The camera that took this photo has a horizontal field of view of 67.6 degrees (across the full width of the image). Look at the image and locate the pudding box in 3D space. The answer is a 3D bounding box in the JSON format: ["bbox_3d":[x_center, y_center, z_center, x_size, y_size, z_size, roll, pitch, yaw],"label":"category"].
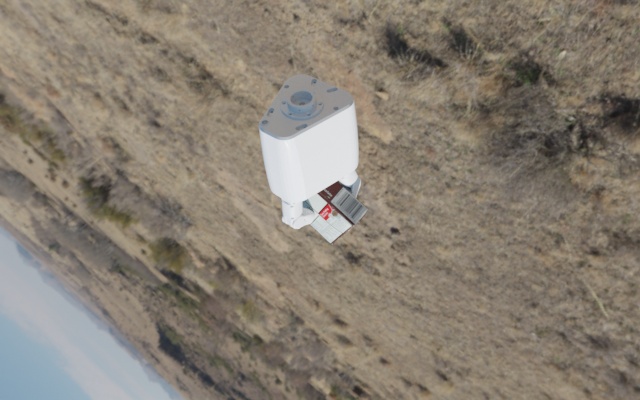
[{"bbox_3d":[0.000,0.002,0.672,0.039,0.113,0.090,-46,-1,-28],"label":"pudding box"}]
